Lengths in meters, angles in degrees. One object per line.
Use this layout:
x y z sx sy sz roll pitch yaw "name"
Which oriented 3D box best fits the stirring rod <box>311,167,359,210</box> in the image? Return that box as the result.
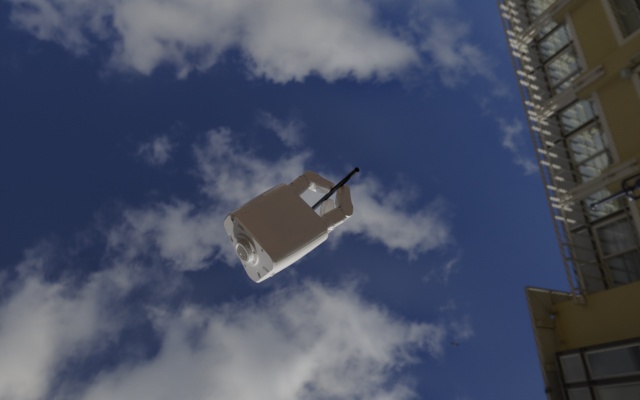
0.000 0.003 0.810 0.011 0.011 0.240 0 -24 -30 "stirring rod"
